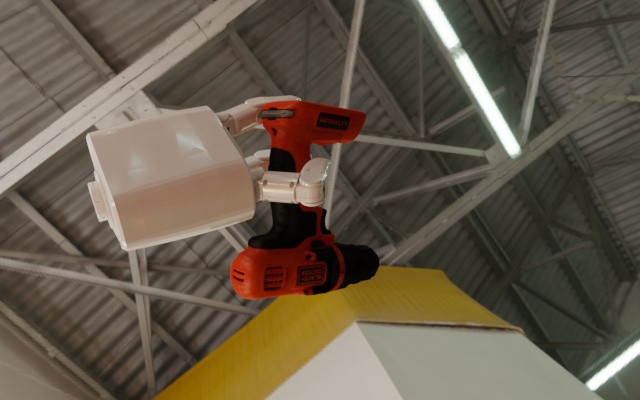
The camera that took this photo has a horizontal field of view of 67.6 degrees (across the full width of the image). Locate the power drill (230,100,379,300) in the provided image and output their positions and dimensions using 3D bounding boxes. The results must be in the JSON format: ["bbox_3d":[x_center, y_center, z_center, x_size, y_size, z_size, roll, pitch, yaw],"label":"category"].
[{"bbox_3d":[0.000,0.001,0.478,0.184,0.187,0.057,1,4,-45],"label":"power drill"}]
